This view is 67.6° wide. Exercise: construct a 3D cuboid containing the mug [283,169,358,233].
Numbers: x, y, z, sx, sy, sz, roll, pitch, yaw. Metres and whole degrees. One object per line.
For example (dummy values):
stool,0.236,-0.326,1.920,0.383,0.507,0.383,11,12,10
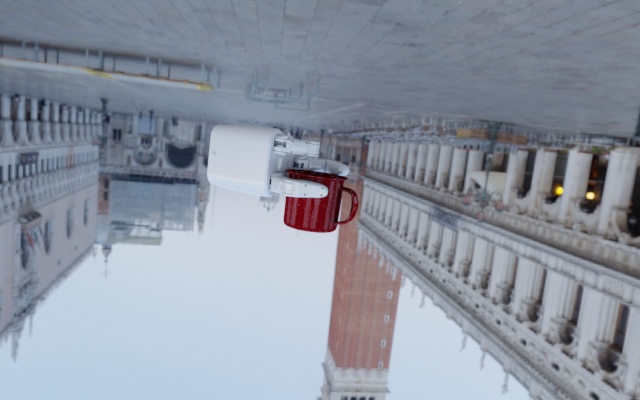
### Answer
mug,0.001,0.003,0.701,0.117,0.081,0.093,11,8,23
